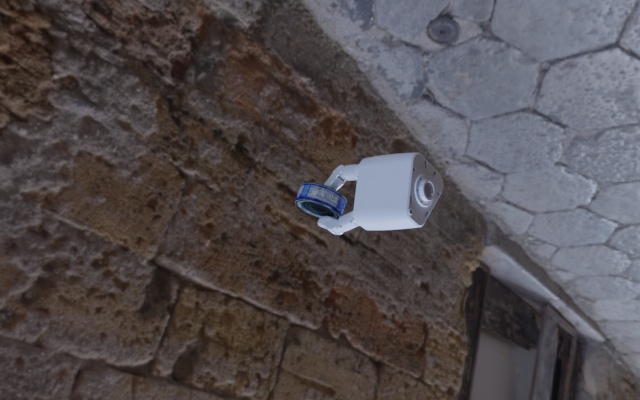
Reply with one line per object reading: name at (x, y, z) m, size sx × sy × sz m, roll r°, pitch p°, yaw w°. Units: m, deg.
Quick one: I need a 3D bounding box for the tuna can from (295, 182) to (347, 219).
tuna can at (0.000, 0.003, 0.827) m, size 0.086 × 0.033 × 0.086 m, roll 18°, pitch -18°, yaw 6°
